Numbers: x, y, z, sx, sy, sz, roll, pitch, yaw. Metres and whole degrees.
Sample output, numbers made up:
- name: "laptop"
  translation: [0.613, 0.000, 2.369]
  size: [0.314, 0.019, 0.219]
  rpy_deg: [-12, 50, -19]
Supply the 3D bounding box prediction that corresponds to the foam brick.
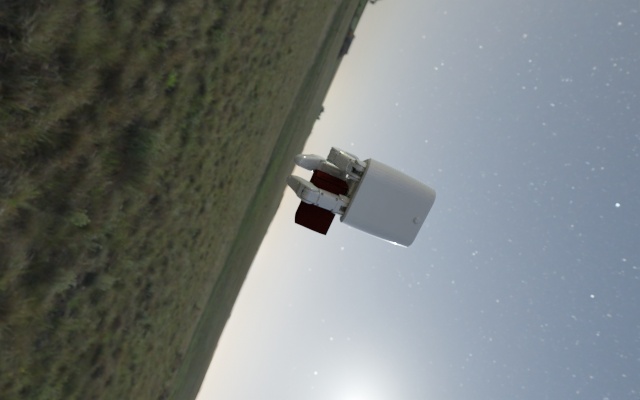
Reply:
- name: "foam brick"
  translation: [0.000, 0.002, 0.695]
  size: [0.051, 0.078, 0.053]
  rpy_deg: [23, 14, -7]
